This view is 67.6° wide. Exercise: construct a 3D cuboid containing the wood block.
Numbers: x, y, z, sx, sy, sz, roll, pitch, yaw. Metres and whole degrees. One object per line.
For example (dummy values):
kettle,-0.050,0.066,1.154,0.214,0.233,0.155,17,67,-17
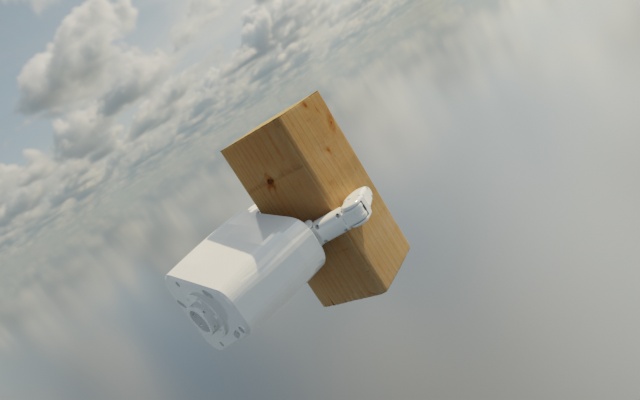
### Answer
wood block,0.000,0.002,0.519,0.091,0.206,0.090,-22,16,37
